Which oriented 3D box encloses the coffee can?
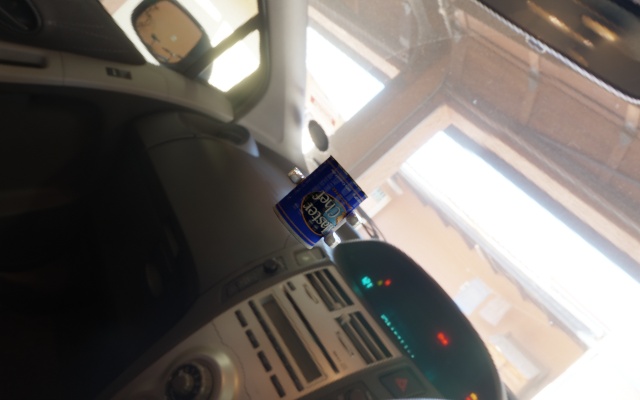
[{"bbox_3d":[0.000,0.003,0.853,0.140,0.103,0.103,-42,-3,3],"label":"coffee can"}]
